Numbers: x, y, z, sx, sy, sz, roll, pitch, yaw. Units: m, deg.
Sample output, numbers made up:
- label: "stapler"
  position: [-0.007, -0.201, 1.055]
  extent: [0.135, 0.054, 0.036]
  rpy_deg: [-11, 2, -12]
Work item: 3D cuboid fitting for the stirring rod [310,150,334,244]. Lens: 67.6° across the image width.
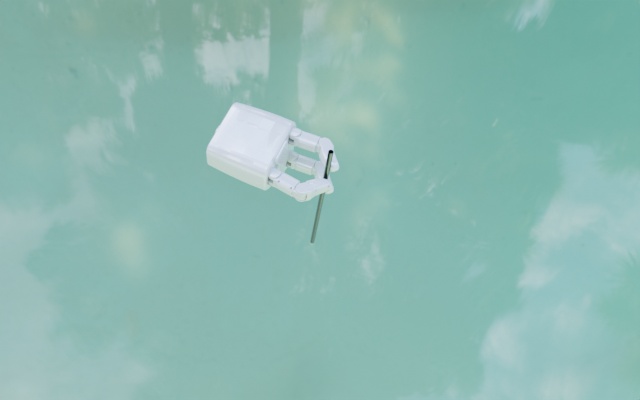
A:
- label: "stirring rod"
  position: [0.000, 0.003, 0.786]
  extent: [0.011, 0.011, 0.240]
  rpy_deg: [0, -37, -9]
